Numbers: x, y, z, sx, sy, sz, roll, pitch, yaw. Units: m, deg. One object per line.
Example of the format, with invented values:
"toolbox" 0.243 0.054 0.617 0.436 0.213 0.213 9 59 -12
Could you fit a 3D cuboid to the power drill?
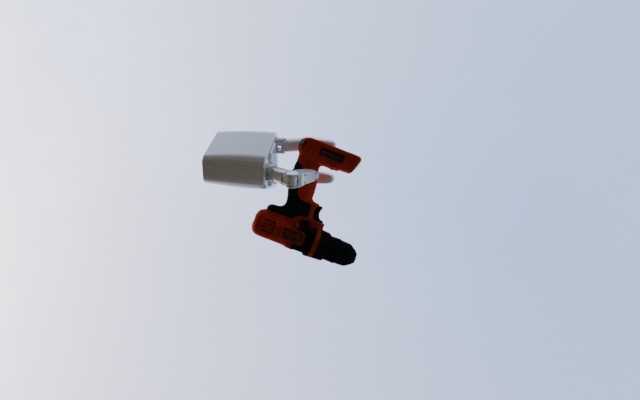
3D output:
"power drill" 0.000 0.002 0.796 0.184 0.187 0.057 21 1 -11
